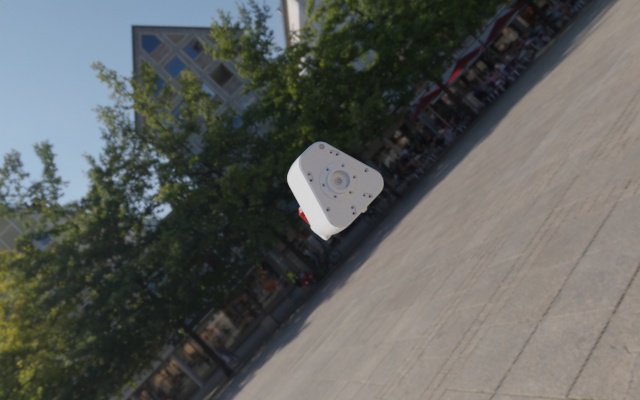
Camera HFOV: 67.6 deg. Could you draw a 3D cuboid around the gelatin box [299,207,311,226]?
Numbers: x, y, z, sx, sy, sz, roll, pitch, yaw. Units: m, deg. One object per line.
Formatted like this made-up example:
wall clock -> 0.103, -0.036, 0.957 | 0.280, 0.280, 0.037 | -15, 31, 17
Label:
gelatin box -> 0.000, 0.002, 0.773 | 0.030, 0.073, 0.089 | 45, 1, -6
